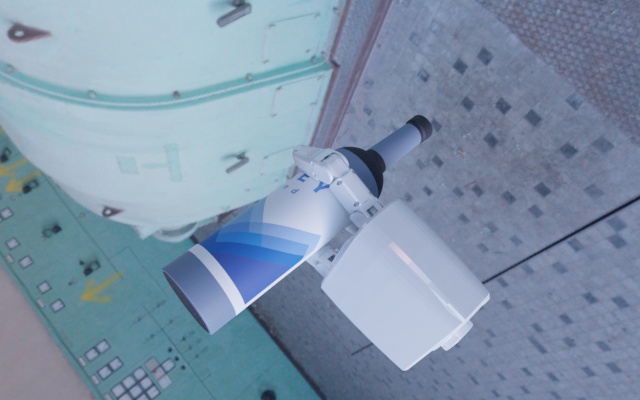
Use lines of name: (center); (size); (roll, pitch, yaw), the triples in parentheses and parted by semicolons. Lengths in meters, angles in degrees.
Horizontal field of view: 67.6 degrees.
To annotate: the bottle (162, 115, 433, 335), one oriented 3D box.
bottle: (0.000, 0.002, 0.442); (0.295, 0.069, 0.069); (-37, 17, -24)
